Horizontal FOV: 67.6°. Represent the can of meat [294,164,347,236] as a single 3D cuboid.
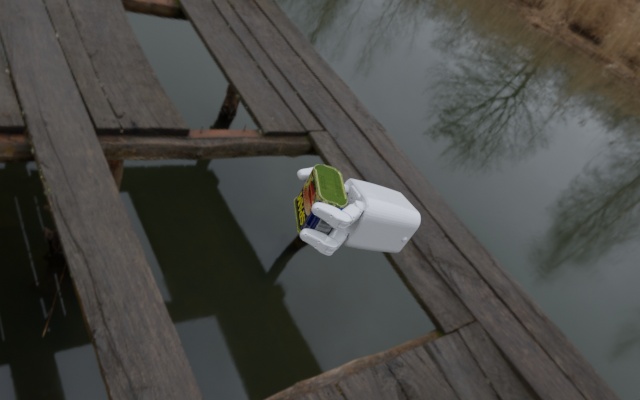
[{"bbox_3d":[0.000,0.002,0.779,0.057,0.084,0.102,14,39,-21],"label":"can of meat"}]
